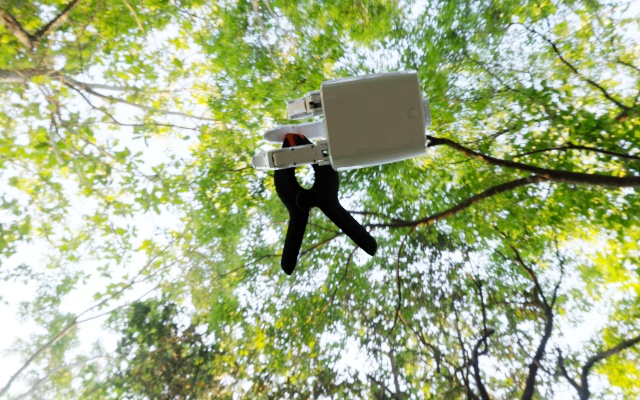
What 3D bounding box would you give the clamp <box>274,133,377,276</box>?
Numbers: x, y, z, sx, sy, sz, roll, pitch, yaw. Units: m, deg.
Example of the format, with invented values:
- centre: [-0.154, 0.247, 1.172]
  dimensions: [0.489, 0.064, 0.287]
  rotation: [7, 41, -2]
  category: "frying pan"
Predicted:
- centre: [0.000, 0.002, 0.566]
  dimensions: [0.120, 0.171, 0.039]
  rotation: [-7, 7, 9]
  category: "clamp"
